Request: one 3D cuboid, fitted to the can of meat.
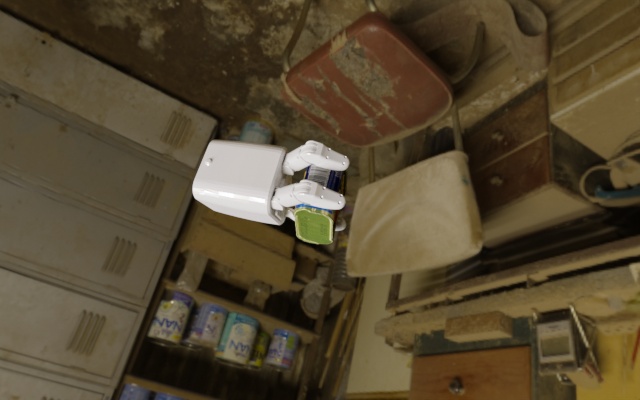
[{"bbox_3d":[0.000,0.002,0.646,0.057,0.084,0.102,11,-28,7],"label":"can of meat"}]
